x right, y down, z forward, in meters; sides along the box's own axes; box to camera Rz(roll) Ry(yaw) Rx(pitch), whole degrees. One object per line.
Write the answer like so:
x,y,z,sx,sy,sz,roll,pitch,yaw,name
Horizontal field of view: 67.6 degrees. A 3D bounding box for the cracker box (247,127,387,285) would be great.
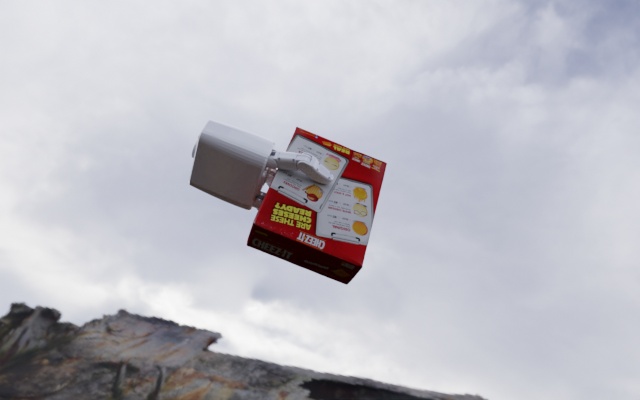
0.000,0.002,0.739,0.164,0.213,0.072,22,-40,-3,cracker box
